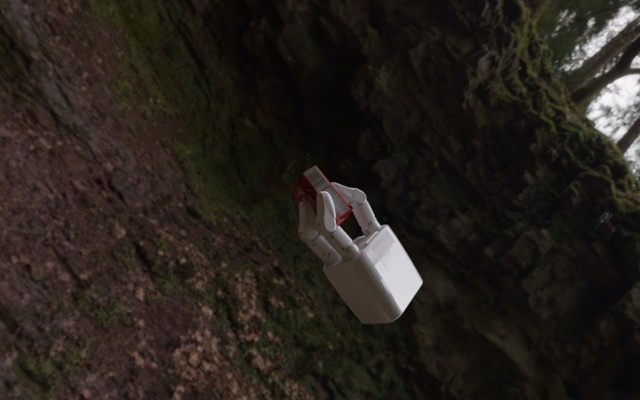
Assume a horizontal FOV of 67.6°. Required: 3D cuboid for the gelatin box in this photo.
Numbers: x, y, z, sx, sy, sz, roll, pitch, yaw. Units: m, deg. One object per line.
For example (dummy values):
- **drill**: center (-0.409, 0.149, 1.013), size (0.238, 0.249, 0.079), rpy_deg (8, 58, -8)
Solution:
- **gelatin box**: center (0.000, 0.002, 0.714), size (0.030, 0.089, 0.073), rpy_deg (-34, -9, -25)
